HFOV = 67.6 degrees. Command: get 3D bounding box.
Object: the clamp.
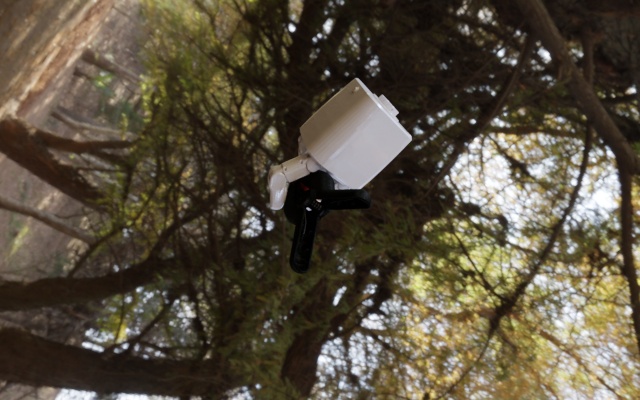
[{"bbox_3d":[0.000,0.002,0.589,0.120,0.039,0.171,-37,33,12],"label":"clamp"}]
